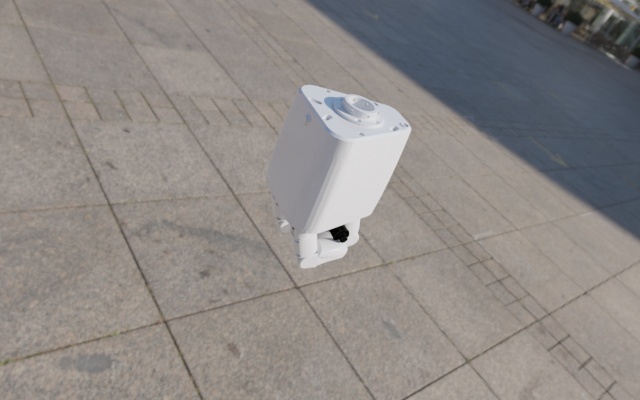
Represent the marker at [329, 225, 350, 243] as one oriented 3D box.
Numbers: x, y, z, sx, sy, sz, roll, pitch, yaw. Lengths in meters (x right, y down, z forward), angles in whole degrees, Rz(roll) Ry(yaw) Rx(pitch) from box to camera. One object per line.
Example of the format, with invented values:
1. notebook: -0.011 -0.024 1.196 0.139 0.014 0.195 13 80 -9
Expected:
1. marker: 0.000 0.002 0.539 0.020 0.020 0.121 0 41 -33
